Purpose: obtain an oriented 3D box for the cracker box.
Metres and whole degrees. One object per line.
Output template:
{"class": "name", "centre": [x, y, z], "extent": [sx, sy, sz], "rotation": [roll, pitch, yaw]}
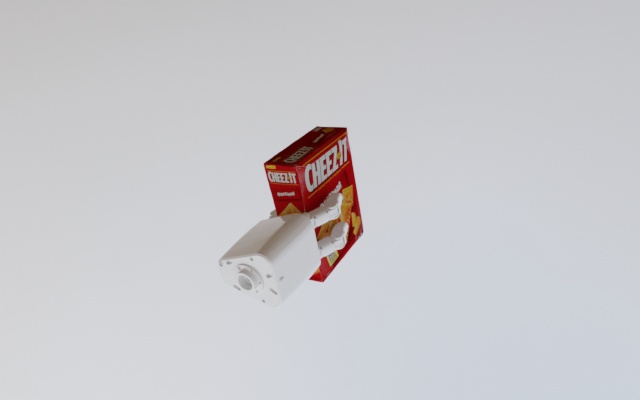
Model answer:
{"class": "cracker box", "centre": [0.000, 0.003, 0.806], "extent": [0.072, 0.214, 0.164], "rotation": [6, 31, 31]}
